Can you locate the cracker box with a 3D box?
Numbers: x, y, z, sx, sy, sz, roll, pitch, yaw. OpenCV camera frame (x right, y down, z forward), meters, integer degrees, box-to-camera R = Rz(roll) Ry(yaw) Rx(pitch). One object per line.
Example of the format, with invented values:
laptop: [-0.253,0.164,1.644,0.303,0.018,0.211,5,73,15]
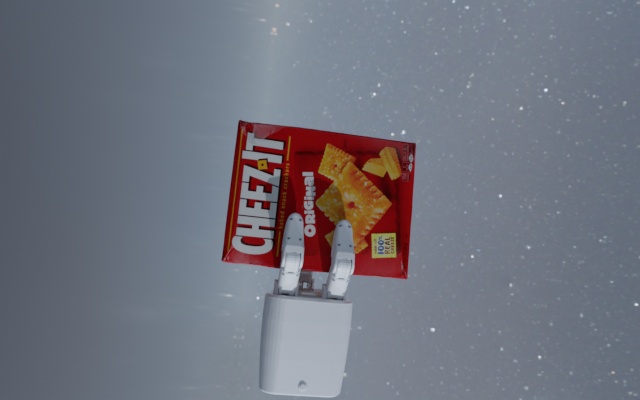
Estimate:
cracker box: [0.000,0.002,0.567,0.214,0.164,0.072,6,-5,-8]
